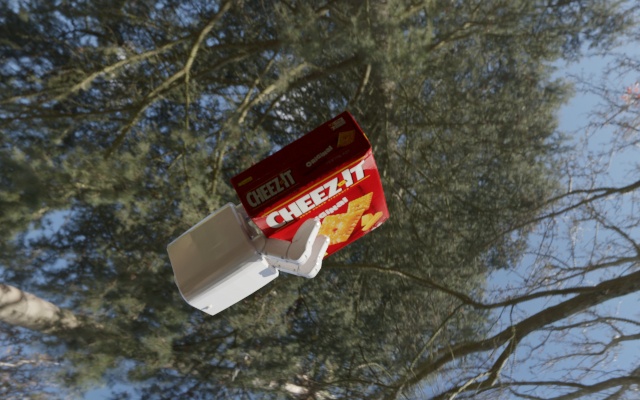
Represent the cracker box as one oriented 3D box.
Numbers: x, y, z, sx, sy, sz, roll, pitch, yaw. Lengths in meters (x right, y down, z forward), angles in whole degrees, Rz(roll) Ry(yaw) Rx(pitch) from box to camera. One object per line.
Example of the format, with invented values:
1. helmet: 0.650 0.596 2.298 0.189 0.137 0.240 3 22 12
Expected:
1. cracker box: 0.000 0.002 0.641 0.164 0.072 0.214 -31 -28 -1
